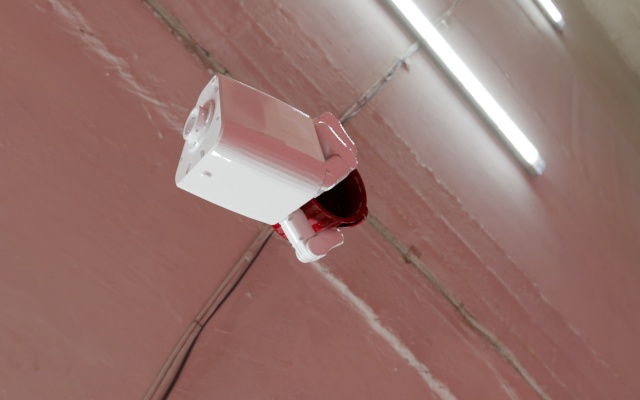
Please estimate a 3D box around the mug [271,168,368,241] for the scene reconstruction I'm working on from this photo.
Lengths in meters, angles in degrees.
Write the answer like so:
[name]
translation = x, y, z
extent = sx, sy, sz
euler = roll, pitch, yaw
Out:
[mug]
translation = 0.001, 0.002, 0.541
extent = 0.117, 0.093, 0.081
euler = 24, -40, -31
